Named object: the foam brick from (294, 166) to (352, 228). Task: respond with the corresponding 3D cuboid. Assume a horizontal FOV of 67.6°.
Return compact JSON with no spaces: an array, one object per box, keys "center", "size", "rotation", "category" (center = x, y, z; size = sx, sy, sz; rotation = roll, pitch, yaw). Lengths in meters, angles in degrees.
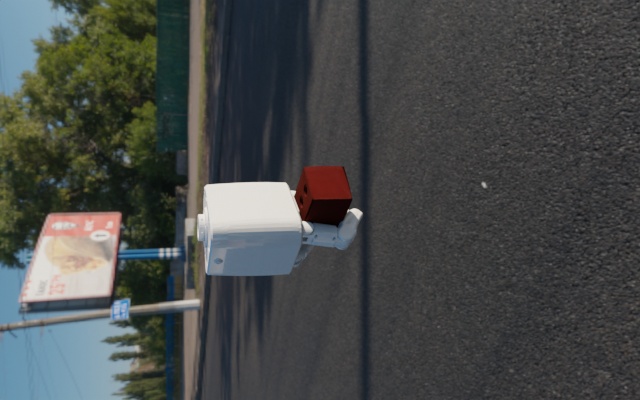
[{"center":[0.000,0.002,0.587],"size":[0.051,0.053,0.078],"rotation":[0,-39,-18],"category":"foam brick"}]
